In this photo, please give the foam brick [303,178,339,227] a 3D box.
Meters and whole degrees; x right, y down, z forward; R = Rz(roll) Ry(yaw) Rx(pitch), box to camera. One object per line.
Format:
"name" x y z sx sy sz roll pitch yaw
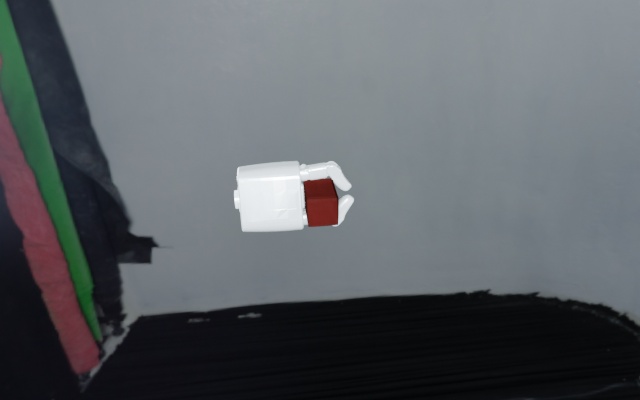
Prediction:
"foam brick" 0.000 0.003 0.796 0.051 0.053 0.078 -4 26 -5
